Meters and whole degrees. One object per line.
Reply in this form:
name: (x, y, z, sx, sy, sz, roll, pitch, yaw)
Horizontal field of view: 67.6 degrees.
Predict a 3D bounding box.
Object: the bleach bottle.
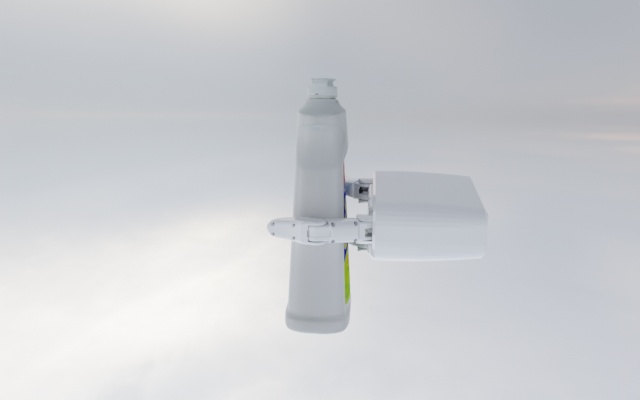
bleach bottle: (0.000, 0.002, 0.499, 0.068, 0.251, 0.102, 1, 10, 5)
